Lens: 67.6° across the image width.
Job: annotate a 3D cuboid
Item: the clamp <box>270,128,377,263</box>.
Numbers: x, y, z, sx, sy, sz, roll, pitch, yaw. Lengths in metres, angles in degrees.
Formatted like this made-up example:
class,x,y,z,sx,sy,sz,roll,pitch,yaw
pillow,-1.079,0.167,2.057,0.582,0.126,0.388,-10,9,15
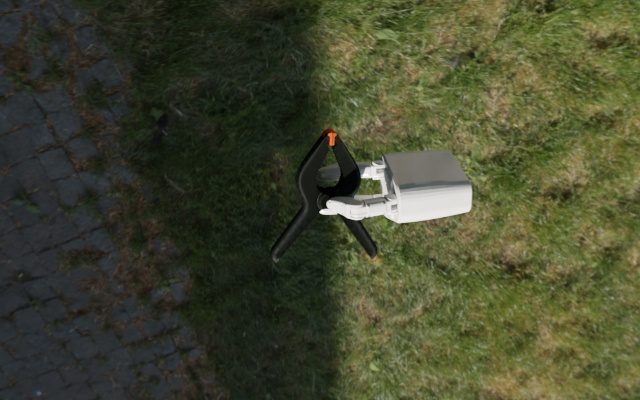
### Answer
class,x,y,z,sx,sy,sz,roll,pitch,yaw
clamp,0.000,0.002,0.696,0.164,0.210,0.036,-8,23,-8
